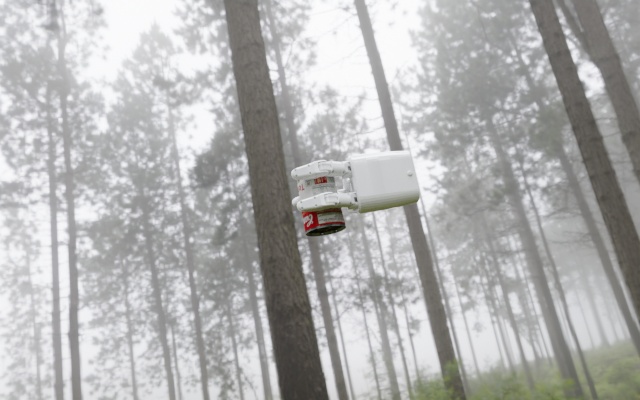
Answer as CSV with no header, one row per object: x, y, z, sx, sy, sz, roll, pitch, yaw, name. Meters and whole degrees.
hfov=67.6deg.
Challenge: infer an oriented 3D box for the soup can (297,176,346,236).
0.000,0.002,0.800,0.068,0.102,0.068,-10,-15,-3,soup can
